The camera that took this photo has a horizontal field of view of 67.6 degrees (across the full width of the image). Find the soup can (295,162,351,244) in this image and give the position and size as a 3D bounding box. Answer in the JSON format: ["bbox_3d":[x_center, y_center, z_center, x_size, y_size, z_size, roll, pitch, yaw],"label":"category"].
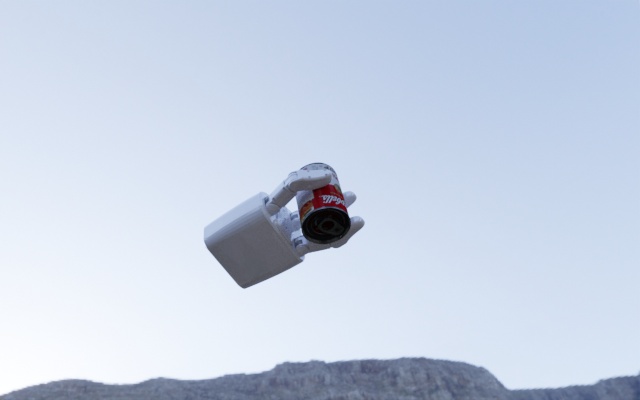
[{"bbox_3d":[0.000,0.002,0.674,0.068,0.069,0.102,0,41,-11],"label":"soup can"}]
